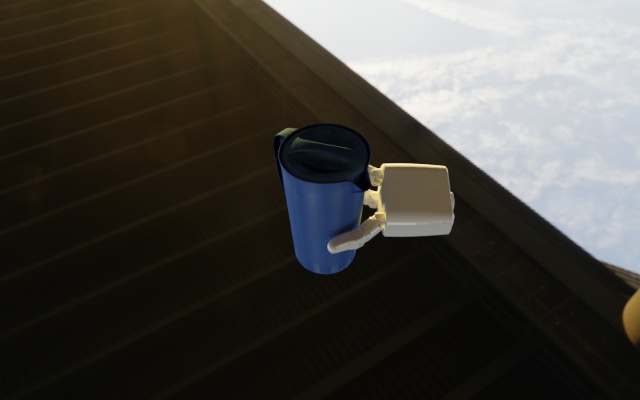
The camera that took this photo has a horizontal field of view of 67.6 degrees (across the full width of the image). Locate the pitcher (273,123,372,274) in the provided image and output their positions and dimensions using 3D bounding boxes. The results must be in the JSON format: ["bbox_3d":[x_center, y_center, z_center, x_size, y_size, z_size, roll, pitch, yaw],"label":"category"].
[{"bbox_3d":[0.000,0.003,0.769,0.145,0.149,0.243,-2,-43,-1],"label":"pitcher"}]
